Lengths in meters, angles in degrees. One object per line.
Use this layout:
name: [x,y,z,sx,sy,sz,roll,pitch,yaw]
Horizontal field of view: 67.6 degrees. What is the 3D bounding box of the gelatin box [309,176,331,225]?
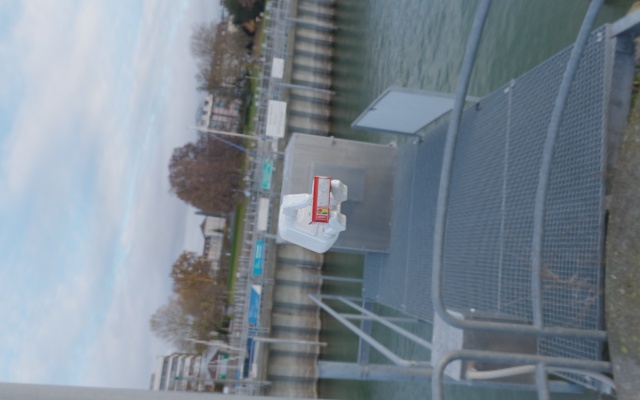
gelatin box: [0.000,0.003,0.790,0.030,0.073,0.089,4,-6,-2]
